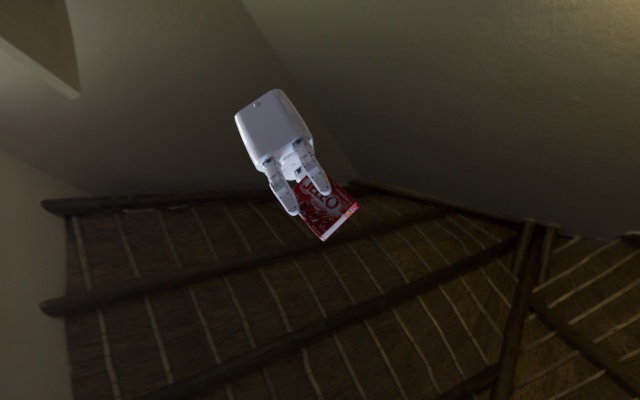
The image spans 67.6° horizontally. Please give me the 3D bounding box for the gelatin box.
[{"bbox_3d":[0.000,0.003,0.701,0.089,0.073,0.030,46,1,23],"label":"gelatin box"}]
